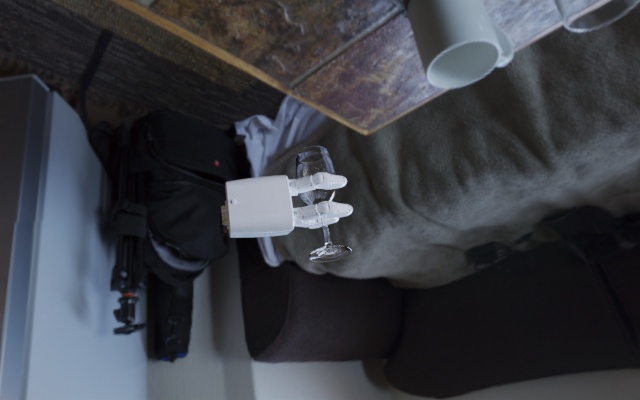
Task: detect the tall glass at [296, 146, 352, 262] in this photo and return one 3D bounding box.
[{"bbox_3d":[0.000,0.003,0.852,0.079,0.201,0.079,-8,-25,-4],"label":"tall glass"}]
